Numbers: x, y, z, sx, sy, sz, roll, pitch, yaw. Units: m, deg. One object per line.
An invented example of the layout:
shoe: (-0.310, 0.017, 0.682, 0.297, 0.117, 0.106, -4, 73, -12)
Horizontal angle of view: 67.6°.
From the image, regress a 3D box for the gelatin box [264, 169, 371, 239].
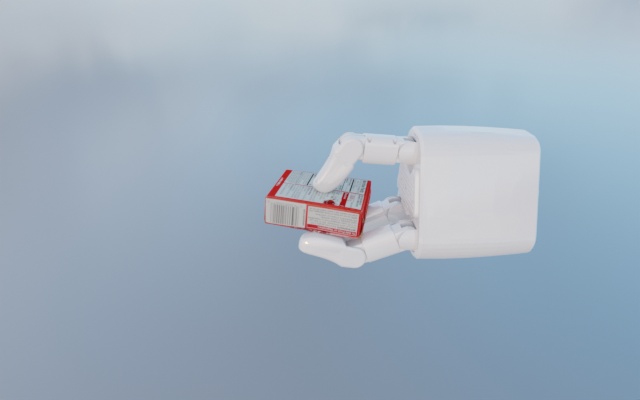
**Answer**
gelatin box: (0.000, 0.001, 0.445, 0.089, 0.030, 0.073, 9, 25, 7)
